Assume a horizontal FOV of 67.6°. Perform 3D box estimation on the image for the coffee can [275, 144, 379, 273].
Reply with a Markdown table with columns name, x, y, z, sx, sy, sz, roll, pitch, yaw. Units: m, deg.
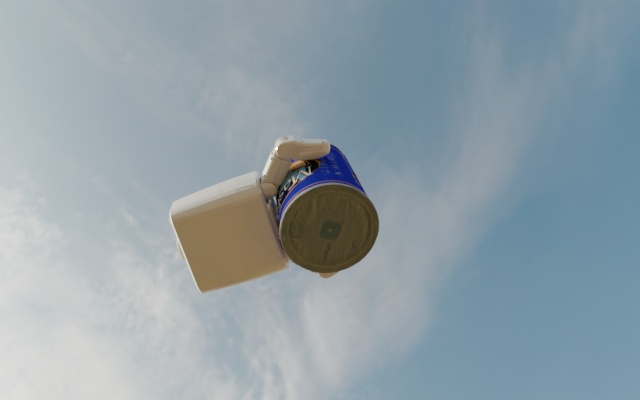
| name | x | y | z | sx | sy | sz | roll | pitch | yaw |
| --- | --- | --- | --- | --- | --- | --- | --- | --- | --- |
| coffee can | 0.000 | 0.002 | 0.547 | 0.103 | 0.103 | 0.140 | 0 | 25 | -9 |
